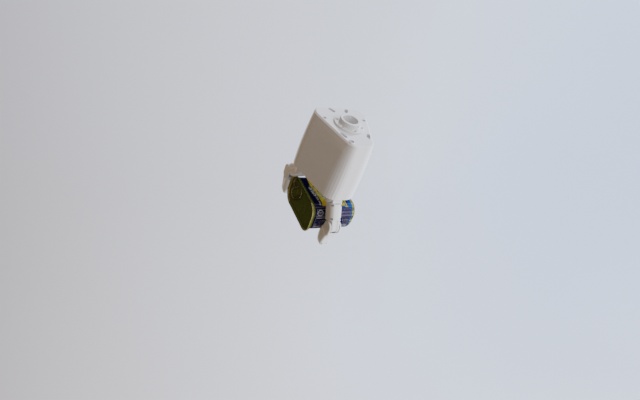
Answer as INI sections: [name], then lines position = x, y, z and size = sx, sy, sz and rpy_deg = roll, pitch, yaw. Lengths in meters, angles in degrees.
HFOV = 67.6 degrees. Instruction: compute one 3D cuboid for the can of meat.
[can of meat]
position = 0.000, 0.003, 0.827
size = 0.084, 0.057, 0.102
rpy_deg = -1, 41, -28
